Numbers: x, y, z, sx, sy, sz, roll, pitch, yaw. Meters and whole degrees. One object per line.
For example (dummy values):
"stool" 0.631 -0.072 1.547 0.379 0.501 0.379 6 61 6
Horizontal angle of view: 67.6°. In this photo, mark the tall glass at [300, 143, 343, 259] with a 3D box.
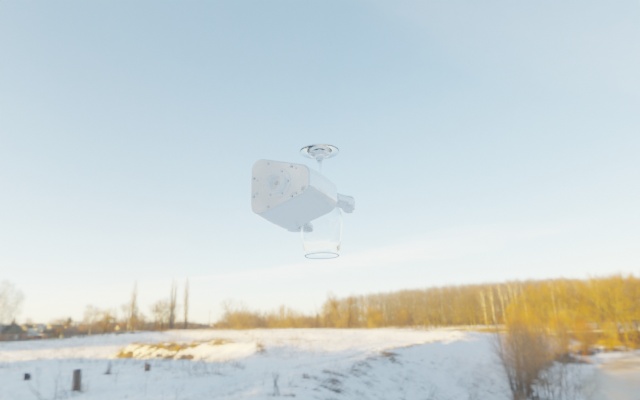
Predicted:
"tall glass" 0.000 0.002 0.868 0.079 0.201 0.079 -1 -16 0
